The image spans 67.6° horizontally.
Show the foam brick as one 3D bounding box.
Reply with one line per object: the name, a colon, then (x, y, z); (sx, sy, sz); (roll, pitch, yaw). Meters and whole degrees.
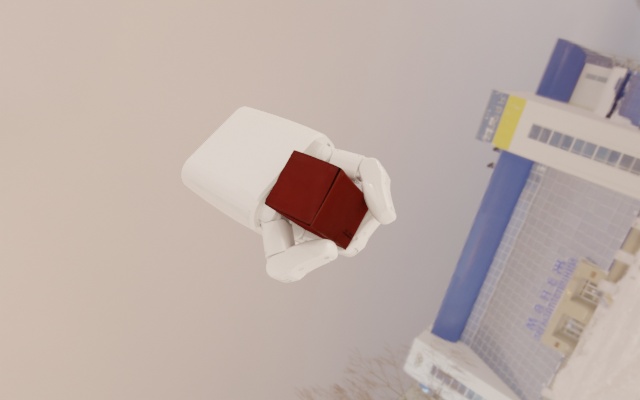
foam brick: (0.000, 0.001, 0.407); (0.051, 0.053, 0.078); (25, -8, 30)
